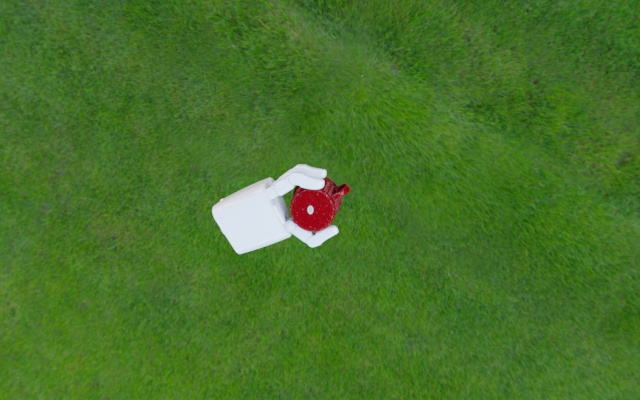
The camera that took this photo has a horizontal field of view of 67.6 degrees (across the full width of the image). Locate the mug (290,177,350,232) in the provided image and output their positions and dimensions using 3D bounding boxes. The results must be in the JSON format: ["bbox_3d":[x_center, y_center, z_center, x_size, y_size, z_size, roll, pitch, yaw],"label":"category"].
[{"bbox_3d":[0.001,0.002,0.866,0.117,0.093,0.081,-24,11,11],"label":"mug"}]
